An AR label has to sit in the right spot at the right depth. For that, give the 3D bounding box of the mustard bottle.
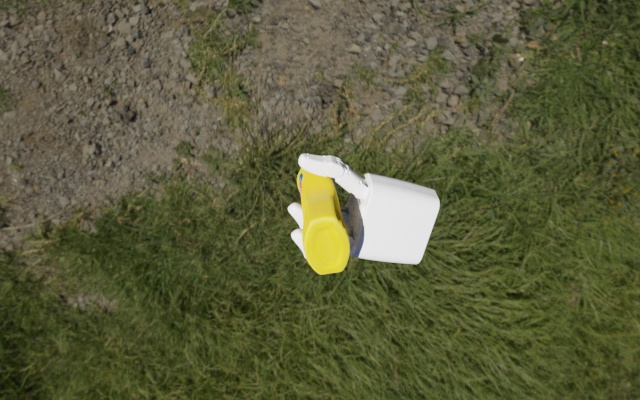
[{"bbox_3d":[0.000,0.002,0.652,0.058,0.096,0.191,-10,37,2],"label":"mustard bottle"}]
